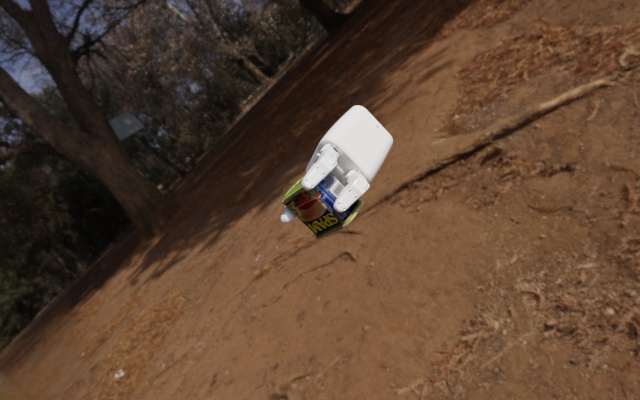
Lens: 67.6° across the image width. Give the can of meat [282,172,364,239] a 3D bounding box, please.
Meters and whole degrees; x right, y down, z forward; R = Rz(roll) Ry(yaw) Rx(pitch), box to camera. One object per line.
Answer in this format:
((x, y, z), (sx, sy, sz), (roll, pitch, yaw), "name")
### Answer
((0.000, 0.002, 0.716), (0.102, 0.084, 0.057), (-31, 18, 54), "can of meat")
